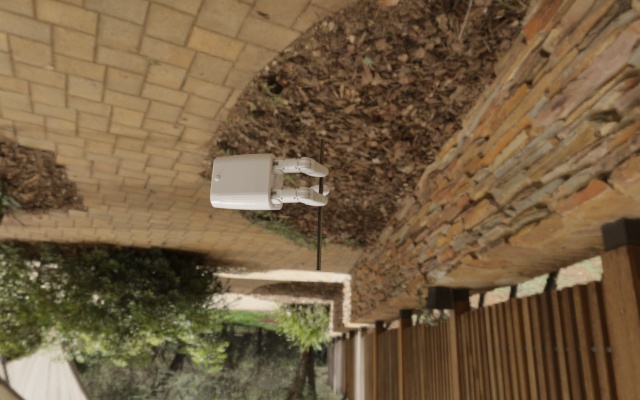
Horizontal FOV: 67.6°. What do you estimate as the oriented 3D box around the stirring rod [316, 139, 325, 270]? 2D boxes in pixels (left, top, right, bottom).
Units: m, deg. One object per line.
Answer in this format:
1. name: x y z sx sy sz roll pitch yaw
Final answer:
1. stirring rod: 0.000 0.003 0.839 0.011 0.239 0.011 2 -18 1
